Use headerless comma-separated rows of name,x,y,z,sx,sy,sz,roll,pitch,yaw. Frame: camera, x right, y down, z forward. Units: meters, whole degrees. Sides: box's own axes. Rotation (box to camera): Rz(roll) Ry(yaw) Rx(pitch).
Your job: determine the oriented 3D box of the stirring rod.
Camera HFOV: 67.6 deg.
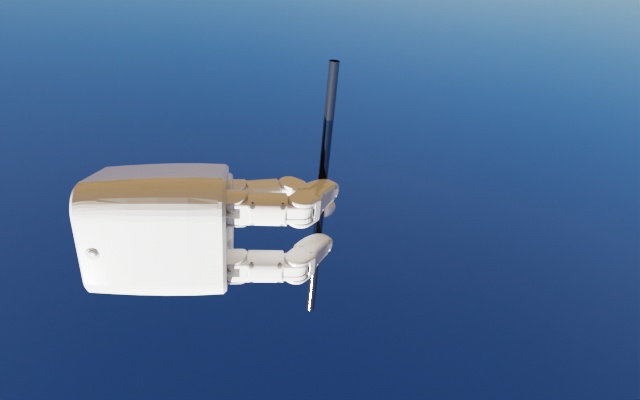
stirring rod,0.000,0.001,0.412,0.011,0.240,0.011,4,29,-2
